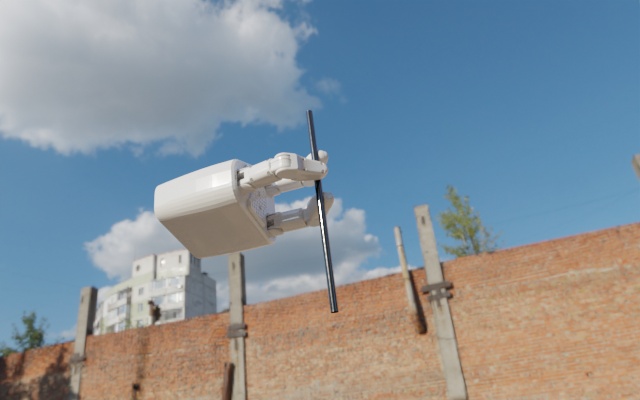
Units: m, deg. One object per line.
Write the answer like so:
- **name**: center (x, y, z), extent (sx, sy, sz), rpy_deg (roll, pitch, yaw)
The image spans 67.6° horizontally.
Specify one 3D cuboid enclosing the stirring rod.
- **stirring rod**: center (0.000, 0.002, 0.518), extent (0.011, 0.239, 0.011), rpy_deg (-6, -26, -3)
